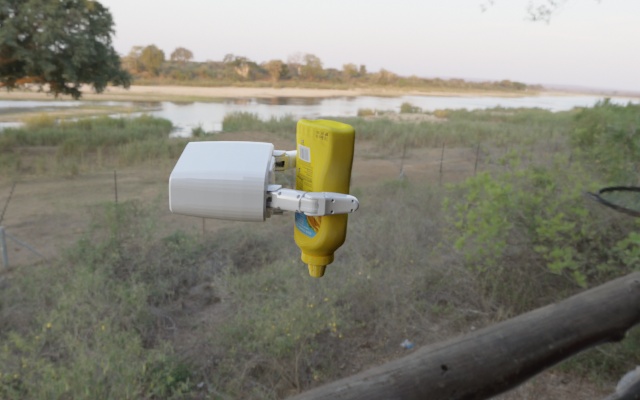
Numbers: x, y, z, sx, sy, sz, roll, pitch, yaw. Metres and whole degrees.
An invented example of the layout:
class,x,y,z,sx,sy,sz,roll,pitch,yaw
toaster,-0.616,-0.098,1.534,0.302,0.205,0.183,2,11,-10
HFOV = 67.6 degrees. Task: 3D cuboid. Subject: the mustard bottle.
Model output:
class,x,y,z,sx,sy,sz,roll,pitch,yaw
mustard bottle,0.000,0.002,0.578,0.058,0.192,0.096,-4,17,-26
